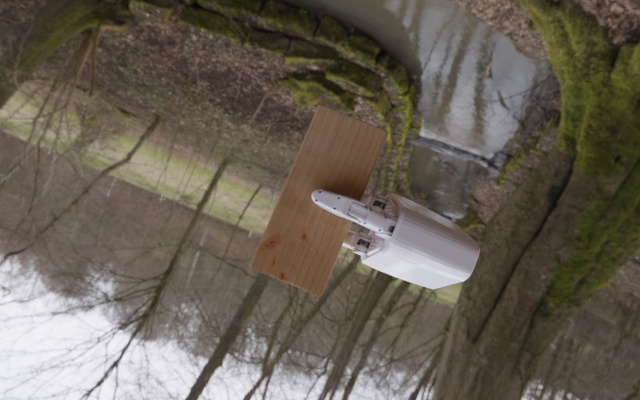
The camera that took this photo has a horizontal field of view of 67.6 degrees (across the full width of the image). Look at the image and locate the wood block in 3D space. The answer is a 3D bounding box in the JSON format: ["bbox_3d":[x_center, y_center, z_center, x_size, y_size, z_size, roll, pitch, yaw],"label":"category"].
[{"bbox_3d":[0.000,0.002,0.589,0.090,0.206,0.091,22,-5,3],"label":"wood block"}]
